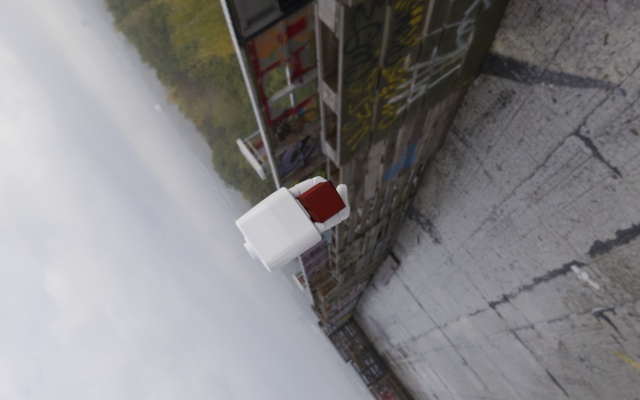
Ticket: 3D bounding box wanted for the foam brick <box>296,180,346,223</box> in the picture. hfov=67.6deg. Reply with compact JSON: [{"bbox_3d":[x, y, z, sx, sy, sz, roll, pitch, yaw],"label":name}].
[{"bbox_3d":[0.000,0.002,0.798,0.051,0.053,0.078,-34,6,-11],"label":"foam brick"}]
